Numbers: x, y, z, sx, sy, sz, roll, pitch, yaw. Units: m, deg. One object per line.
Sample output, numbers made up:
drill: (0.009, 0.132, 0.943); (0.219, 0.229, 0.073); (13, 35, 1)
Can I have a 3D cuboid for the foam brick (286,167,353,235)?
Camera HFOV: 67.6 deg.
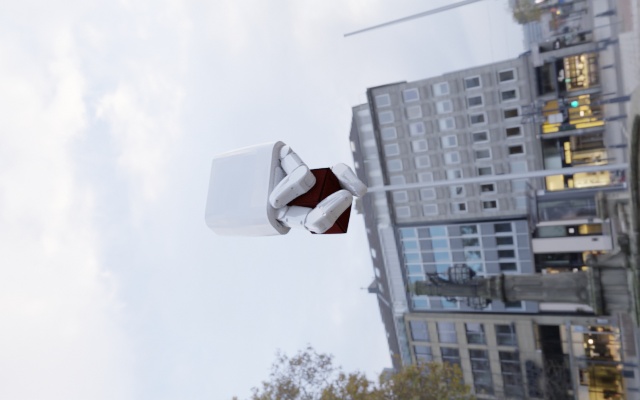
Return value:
foam brick: (0.000, 0.002, 0.603); (0.051, 0.053, 0.078); (-5, -36, 29)
